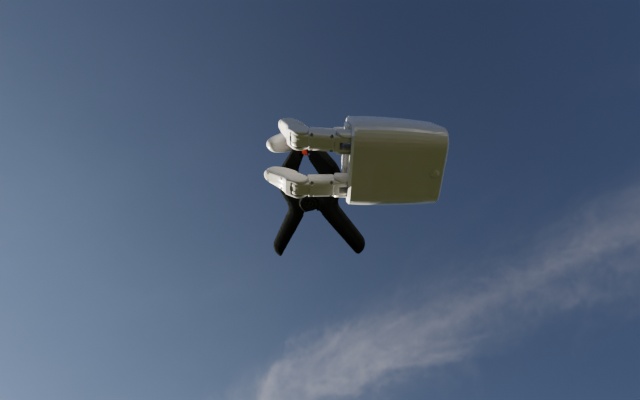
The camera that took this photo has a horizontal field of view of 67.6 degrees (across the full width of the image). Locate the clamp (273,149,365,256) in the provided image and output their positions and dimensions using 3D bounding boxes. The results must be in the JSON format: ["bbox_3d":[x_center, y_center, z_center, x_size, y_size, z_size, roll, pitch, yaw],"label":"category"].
[{"bbox_3d":[0.000,0.002,0.598,0.120,0.172,0.039,2,32,-1],"label":"clamp"}]
